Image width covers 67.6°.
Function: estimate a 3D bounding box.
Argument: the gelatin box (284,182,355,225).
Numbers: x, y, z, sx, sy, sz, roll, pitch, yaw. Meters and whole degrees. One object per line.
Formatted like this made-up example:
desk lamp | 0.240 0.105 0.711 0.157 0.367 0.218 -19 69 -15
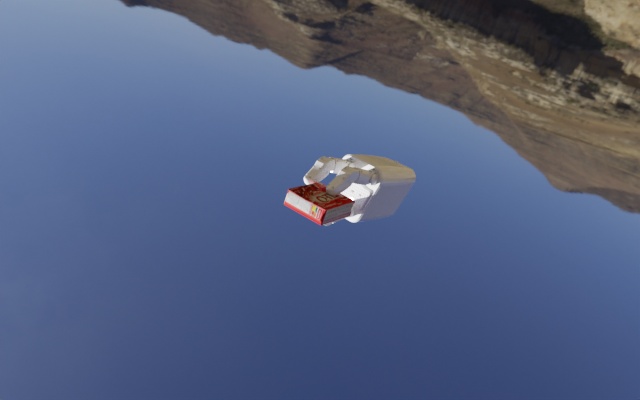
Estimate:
gelatin box | 0.000 0.003 0.737 0.073 0.030 0.089 29 24 27
